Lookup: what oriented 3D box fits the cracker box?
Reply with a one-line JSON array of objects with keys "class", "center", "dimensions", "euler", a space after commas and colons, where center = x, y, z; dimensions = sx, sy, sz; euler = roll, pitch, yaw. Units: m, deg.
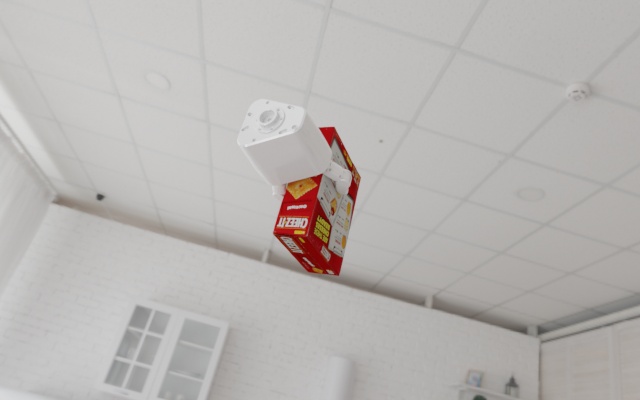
[{"class": "cracker box", "center": [0.000, 0.003, 0.849], "dimensions": [0.072, 0.213, 0.164], "euler": [2, -30, 24]}]
